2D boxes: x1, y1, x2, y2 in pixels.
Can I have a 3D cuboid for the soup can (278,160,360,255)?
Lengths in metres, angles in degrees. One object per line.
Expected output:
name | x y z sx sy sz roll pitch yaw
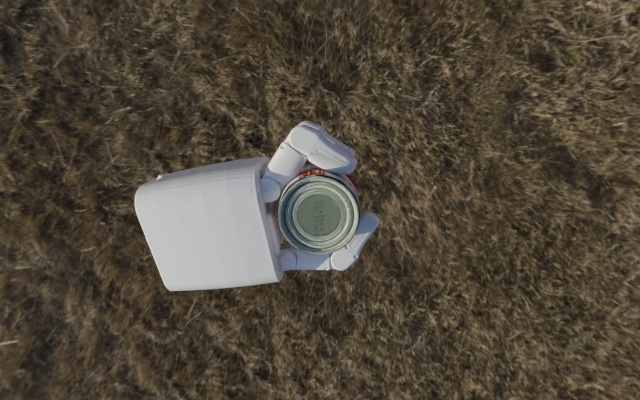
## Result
soup can | 0.001 0.002 0.425 0.068 0.068 0.102 0 13 2
